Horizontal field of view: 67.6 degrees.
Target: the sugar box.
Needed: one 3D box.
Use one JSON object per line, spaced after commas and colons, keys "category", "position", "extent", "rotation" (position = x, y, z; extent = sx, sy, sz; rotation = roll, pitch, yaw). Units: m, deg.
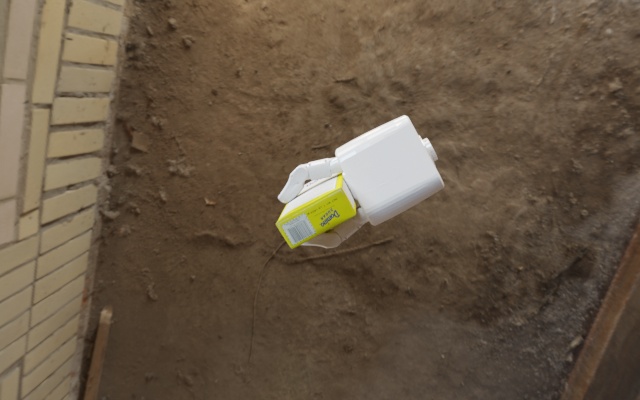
{"category": "sugar box", "position": [0.000, 0.003, 0.652], "extent": [0.093, 0.048, 0.176], "rotation": [-28, 8, 11]}
